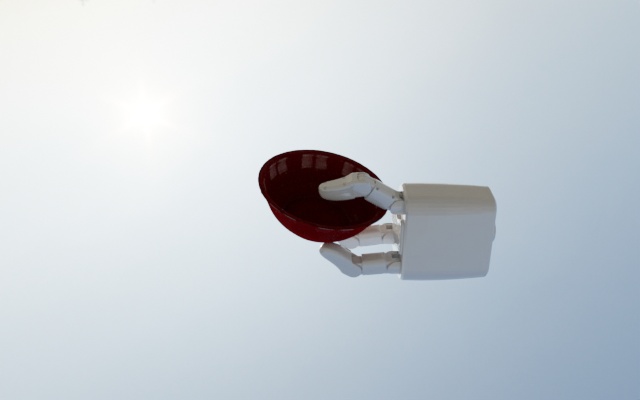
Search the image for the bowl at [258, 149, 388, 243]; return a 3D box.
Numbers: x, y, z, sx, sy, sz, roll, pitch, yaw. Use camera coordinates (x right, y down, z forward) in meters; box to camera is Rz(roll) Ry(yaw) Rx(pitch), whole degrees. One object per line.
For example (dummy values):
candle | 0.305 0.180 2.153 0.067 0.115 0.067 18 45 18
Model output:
bowl | -0.001 0.002 0.589 0.162 0.055 0.162 9 36 -7
